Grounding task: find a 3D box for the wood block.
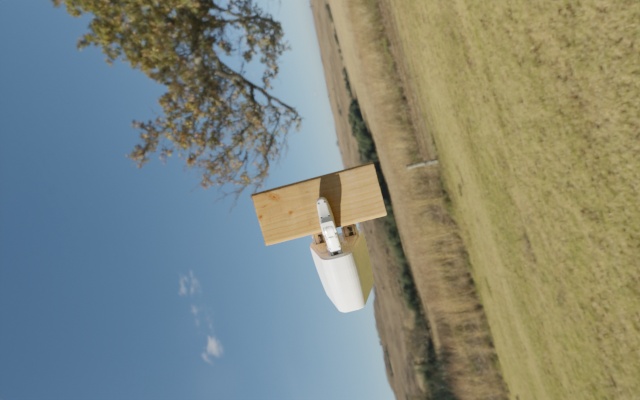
[{"bbox_3d":[0.000,0.003,0.815,0.206,0.090,0.091,-15,5,5],"label":"wood block"}]
